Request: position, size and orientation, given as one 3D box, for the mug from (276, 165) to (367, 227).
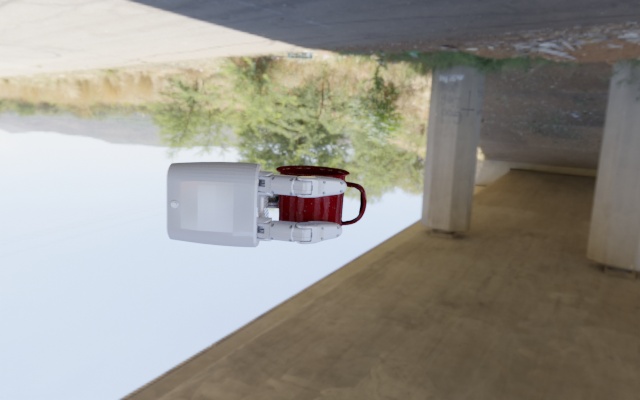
[{"bbox_3d":[0.002,0.002,0.607,0.117,0.081,0.093,4,11,3],"label":"mug"}]
